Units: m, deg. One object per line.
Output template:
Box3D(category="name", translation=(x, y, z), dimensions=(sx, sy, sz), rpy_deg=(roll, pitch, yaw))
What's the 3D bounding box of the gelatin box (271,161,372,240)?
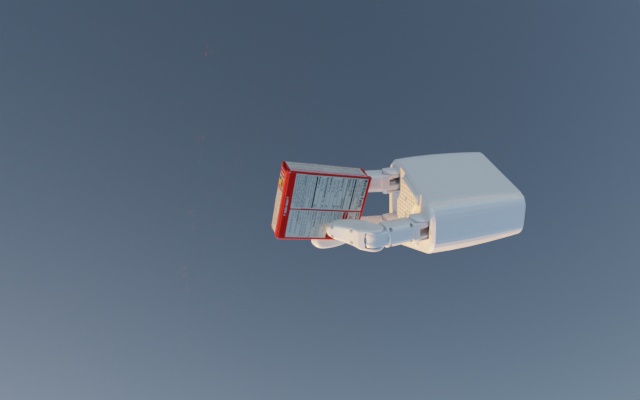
Box3D(category="gelatin box", translation=(0.000, 0.002, 0.482), dimensions=(0.089, 0.073, 0.030), rpy_deg=(3, 25, -21))
